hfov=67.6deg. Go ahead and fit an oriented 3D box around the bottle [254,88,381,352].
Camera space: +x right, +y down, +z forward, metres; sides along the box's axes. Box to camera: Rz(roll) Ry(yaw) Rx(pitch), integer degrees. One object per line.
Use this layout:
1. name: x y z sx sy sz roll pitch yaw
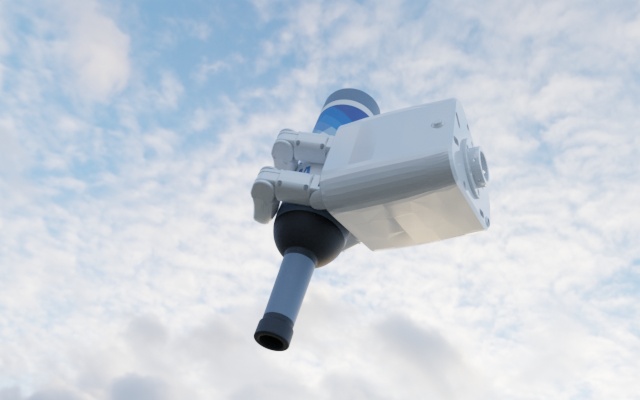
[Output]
1. bottle: 0.000 0.001 0.446 0.069 0.069 0.295 0 44 20
